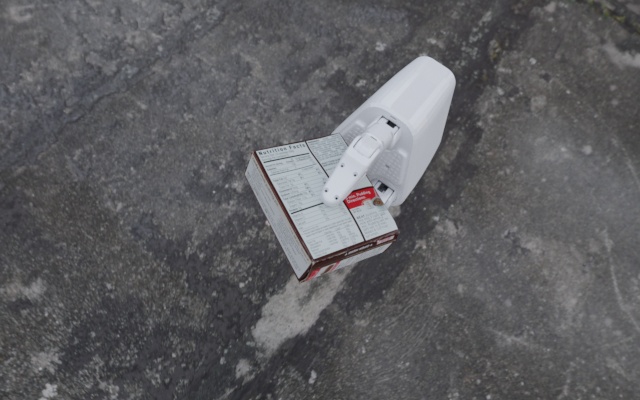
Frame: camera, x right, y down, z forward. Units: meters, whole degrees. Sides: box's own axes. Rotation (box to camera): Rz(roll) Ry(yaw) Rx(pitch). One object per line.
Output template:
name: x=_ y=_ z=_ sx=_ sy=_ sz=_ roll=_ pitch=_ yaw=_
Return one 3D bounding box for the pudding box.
pudding box: x=0.000 y=0.001 z=0.400 sx=0.090 sy=0.113 sz=0.039 roll=-16 pitch=-27 yaw=-29
